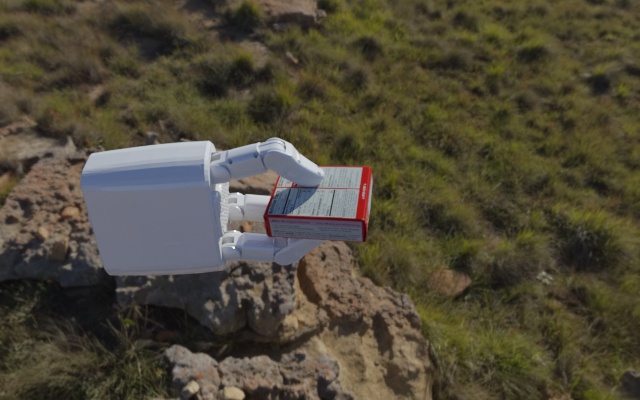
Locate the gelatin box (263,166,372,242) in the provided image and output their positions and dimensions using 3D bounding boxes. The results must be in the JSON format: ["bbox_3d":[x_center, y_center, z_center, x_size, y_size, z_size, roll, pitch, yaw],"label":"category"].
[{"bbox_3d":[0.000,0.001,0.431,0.089,0.030,0.073,1,41,10],"label":"gelatin box"}]
